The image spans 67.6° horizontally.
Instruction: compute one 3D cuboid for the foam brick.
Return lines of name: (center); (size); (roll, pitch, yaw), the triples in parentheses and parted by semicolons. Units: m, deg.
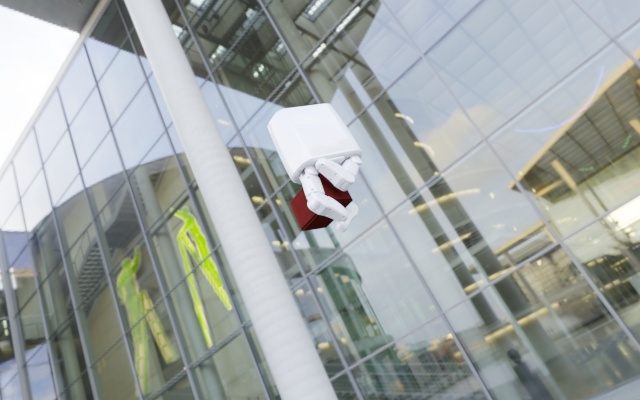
foam brick: (0.000, 0.003, 0.726); (0.053, 0.051, 0.078); (-3, -34, -44)
